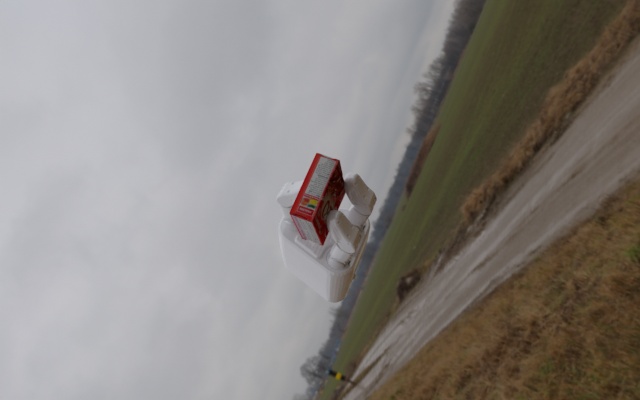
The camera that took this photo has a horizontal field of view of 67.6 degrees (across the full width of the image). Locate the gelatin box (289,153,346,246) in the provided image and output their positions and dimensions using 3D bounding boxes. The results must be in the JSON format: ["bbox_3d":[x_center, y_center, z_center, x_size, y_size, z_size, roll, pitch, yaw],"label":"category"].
[{"bbox_3d":[0.000,0.001,0.521,0.030,0.073,0.089,19,-18,15],"label":"gelatin box"}]
